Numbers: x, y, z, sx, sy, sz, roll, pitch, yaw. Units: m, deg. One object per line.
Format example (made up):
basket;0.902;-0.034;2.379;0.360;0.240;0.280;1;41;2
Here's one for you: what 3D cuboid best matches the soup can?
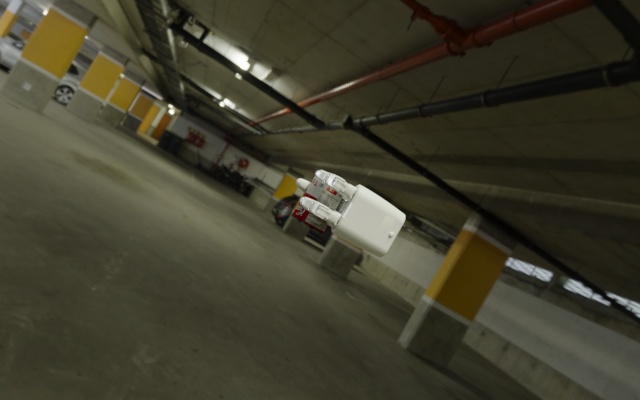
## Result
soup can;0.000;0.002;0.873;0.068;0.102;0.068;30;-2;1
